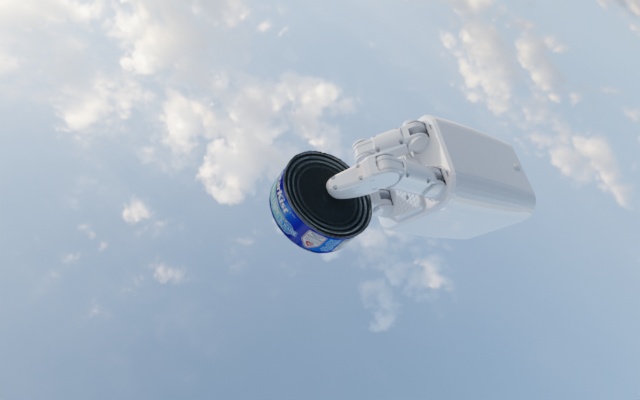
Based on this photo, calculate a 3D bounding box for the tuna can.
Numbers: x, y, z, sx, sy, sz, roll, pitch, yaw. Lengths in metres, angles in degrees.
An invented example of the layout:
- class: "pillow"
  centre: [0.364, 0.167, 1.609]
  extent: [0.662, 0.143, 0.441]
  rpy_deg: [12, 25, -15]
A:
- class: "tuna can"
  centre: [0.000, 0.002, 0.411]
  extent: [0.086, 0.086, 0.034]
  rpy_deg: [0, -31, -35]
